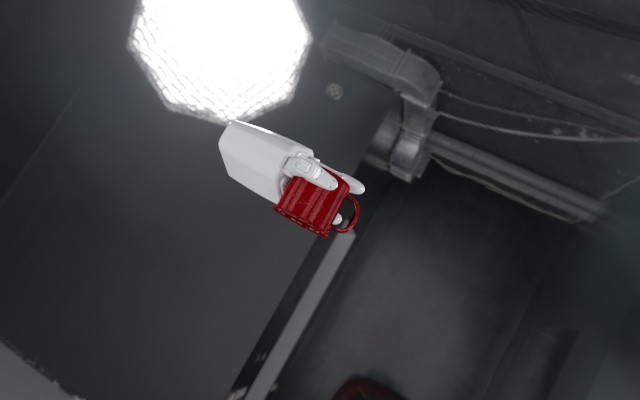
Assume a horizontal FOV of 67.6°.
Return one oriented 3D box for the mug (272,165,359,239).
[{"bbox_3d":[0.001,0.003,0.678,0.117,0.081,0.093,26,-8,16],"label":"mug"}]
